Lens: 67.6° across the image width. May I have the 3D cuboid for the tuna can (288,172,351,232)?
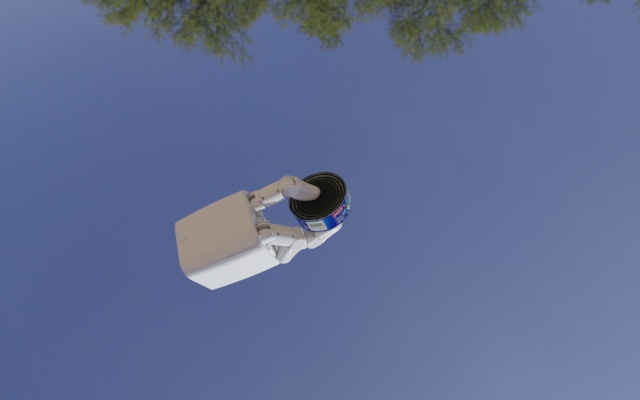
[{"bbox_3d":[0.000,0.003,0.680,0.086,0.086,0.034,0,-37,24],"label":"tuna can"}]
